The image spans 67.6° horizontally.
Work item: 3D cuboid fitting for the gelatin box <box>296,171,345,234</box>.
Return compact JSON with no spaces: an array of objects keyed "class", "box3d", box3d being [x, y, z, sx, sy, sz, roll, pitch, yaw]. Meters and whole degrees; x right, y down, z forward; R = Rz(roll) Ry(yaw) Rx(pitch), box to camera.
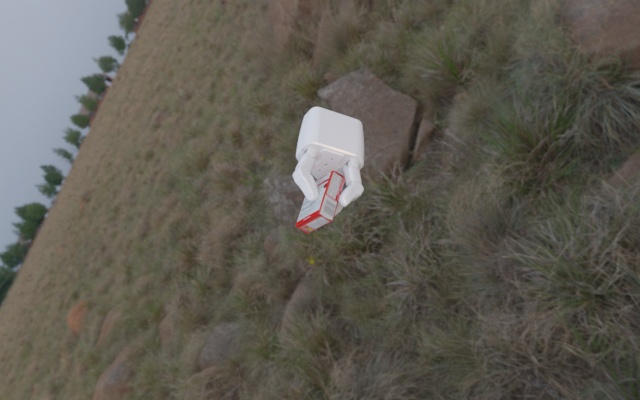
[{"class":"gelatin box","box3d":[0.000,0.003,0.782,0.030,0.089,0.073,32,-34,-22]}]
